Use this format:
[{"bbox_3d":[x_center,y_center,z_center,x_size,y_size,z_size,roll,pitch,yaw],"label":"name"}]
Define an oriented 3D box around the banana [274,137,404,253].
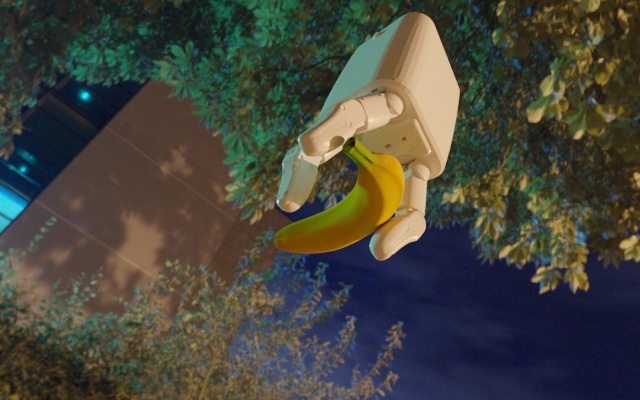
[{"bbox_3d":[0.018,0.008,0.400,0.069,0.037,0.198,26,-32,-8],"label":"banana"}]
